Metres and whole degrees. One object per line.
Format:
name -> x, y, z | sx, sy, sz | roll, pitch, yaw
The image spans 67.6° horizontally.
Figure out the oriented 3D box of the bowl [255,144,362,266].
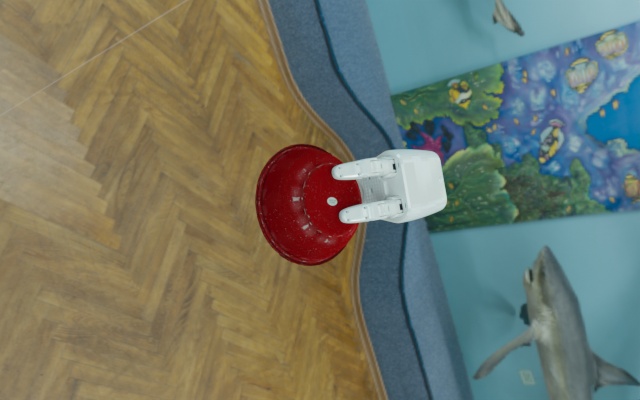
bowl -> -0.001, 0.002, 0.607 | 0.162, 0.162, 0.055 | 0, -6, -36
